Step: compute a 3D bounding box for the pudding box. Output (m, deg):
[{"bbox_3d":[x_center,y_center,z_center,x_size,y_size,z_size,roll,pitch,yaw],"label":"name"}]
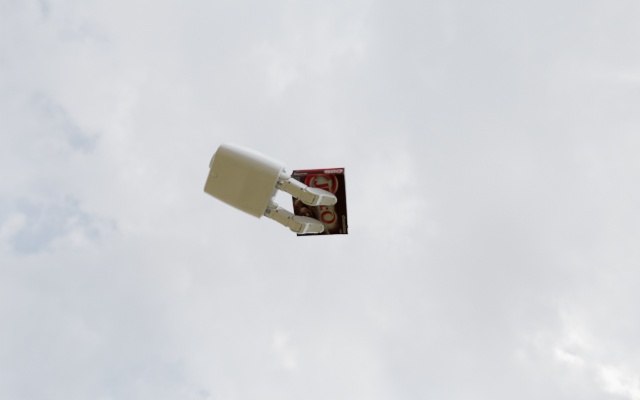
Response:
[{"bbox_3d":[0.000,0.003,0.801,0.090,0.113,0.039,-3,24,7],"label":"pudding box"}]
